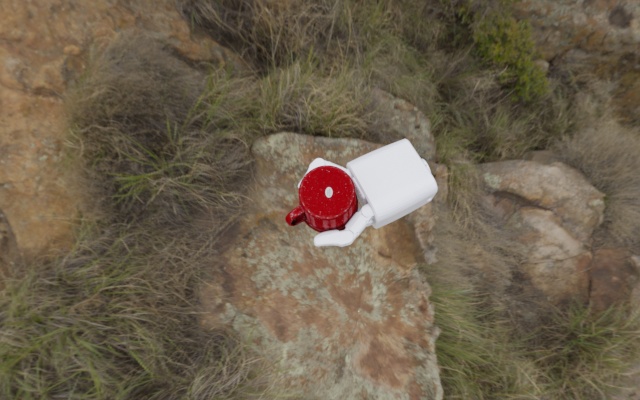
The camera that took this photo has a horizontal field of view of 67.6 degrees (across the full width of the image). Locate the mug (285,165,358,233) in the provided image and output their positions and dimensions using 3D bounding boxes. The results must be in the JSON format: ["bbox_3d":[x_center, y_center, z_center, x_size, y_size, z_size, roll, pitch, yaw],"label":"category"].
[{"bbox_3d":[-0.001,0.003,0.708,0.117,0.093,0.081,-27,-14,-4],"label":"mug"}]
